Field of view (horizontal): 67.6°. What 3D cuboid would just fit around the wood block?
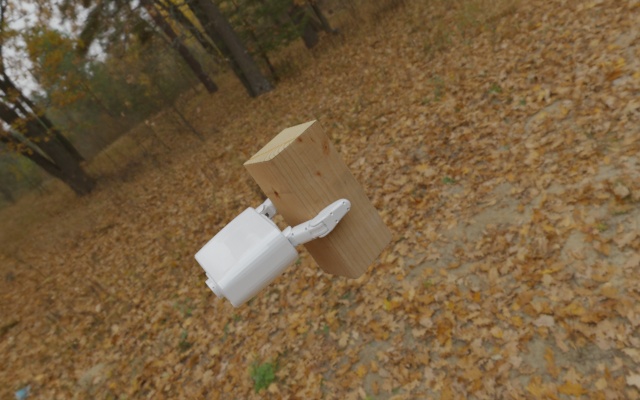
[{"bbox_3d":[0.000,0.002,0.673,0.090,0.206,0.091,-45,22,-25],"label":"wood block"}]
